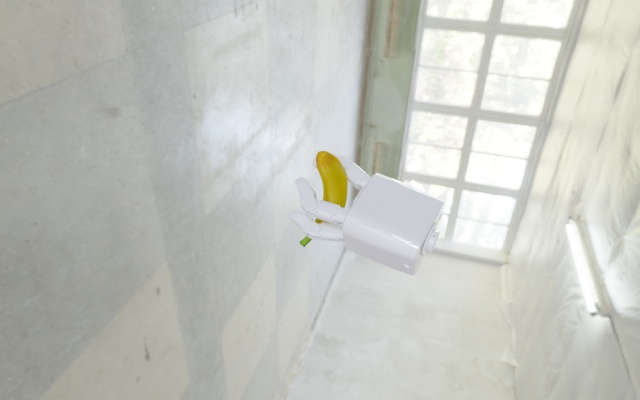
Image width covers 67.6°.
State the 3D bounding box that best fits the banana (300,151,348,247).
[{"bbox_3d":[0.012,-0.004,0.721,0.037,0.198,0.069,37,50,25],"label":"banana"}]
